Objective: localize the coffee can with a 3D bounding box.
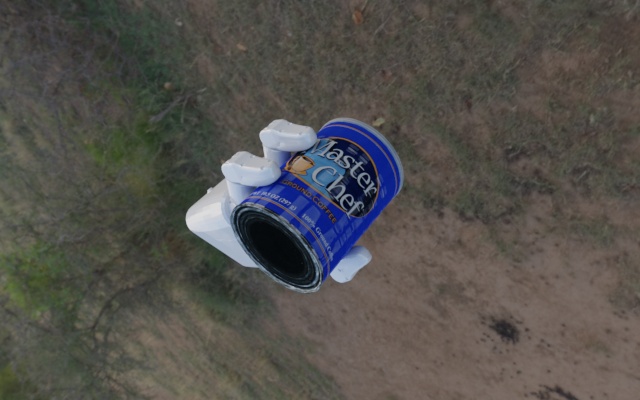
[{"bbox_3d":[0.000,0.001,0.452,0.103,0.103,0.140,0,37,47],"label":"coffee can"}]
